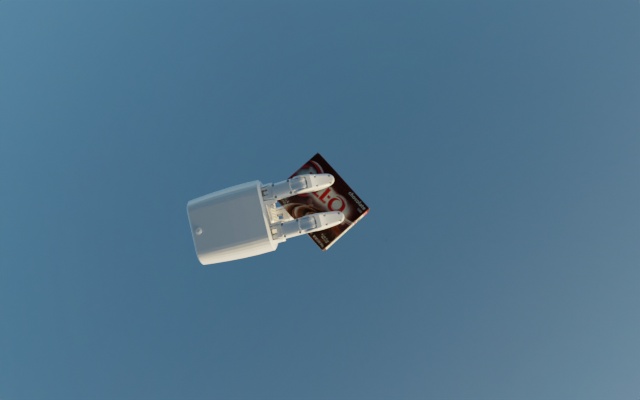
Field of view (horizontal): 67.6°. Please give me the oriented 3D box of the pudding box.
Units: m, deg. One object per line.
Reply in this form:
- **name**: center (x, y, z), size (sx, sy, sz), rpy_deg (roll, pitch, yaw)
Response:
- **pudding box**: center (0.000, 0.002, 0.685), size (0.090, 0.113, 0.039), rpy_deg (-42, -6, -3)
